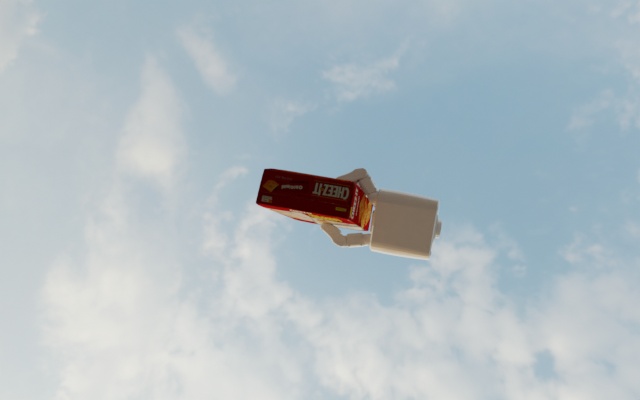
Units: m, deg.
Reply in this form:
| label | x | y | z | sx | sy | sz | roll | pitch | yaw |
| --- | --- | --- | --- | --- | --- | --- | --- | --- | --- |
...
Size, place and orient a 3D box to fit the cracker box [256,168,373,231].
| label | x | y | z | sx | sy | sz | roll | pitch | yaw |
| --- | --- | --- | --- | --- | --- | --- | --- | --- | --- |
| cracker box | 0.000 | 0.003 | 0.878 | 0.164 | 0.072 | 0.214 | 9 | -7 | 15 |
